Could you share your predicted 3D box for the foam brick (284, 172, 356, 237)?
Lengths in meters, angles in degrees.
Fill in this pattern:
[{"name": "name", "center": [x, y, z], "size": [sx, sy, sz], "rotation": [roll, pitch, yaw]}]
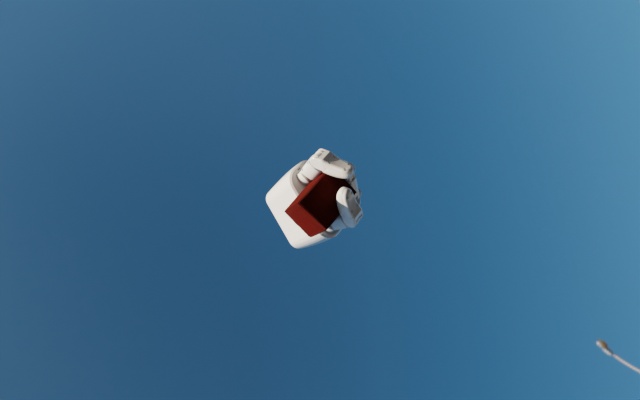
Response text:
[{"name": "foam brick", "center": [0.000, 0.002, 0.643], "size": [0.078, 0.053, 0.051], "rotation": [-49, 10, -31]}]
